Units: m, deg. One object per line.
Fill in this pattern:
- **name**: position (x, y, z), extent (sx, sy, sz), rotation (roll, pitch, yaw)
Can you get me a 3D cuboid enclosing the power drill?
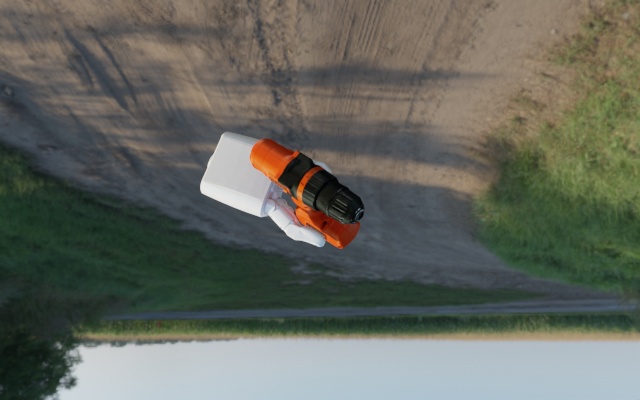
- **power drill**: position (0.000, 0.002, 0.674), extent (0.184, 0.057, 0.188), rotation (35, -12, 28)
